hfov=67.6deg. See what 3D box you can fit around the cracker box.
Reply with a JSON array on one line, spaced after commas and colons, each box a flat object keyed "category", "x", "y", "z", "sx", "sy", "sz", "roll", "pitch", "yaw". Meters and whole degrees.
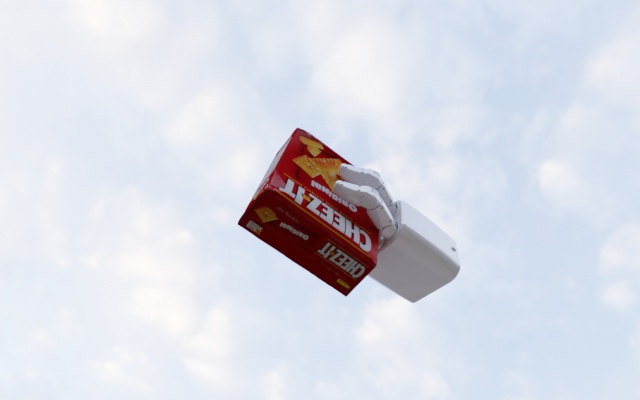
[{"category": "cracker box", "x": 0.000, "y": 0.002, "z": 0.648, "sx": 0.164, "sy": 0.072, "sz": 0.213, "roll": 35, "pitch": 27, "yaw": -10}]
